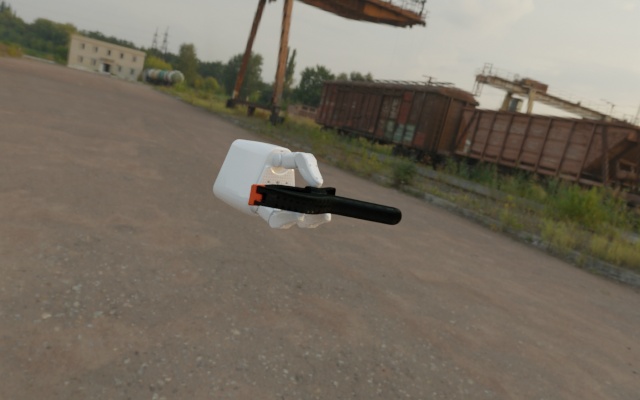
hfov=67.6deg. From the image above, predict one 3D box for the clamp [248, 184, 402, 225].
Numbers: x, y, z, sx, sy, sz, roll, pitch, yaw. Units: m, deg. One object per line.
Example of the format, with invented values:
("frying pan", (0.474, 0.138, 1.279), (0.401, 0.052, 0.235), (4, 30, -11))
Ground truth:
("clamp", (0.000, 0.001, 0.665), (0.210, 0.036, 0.164), (4, 9, -45))
